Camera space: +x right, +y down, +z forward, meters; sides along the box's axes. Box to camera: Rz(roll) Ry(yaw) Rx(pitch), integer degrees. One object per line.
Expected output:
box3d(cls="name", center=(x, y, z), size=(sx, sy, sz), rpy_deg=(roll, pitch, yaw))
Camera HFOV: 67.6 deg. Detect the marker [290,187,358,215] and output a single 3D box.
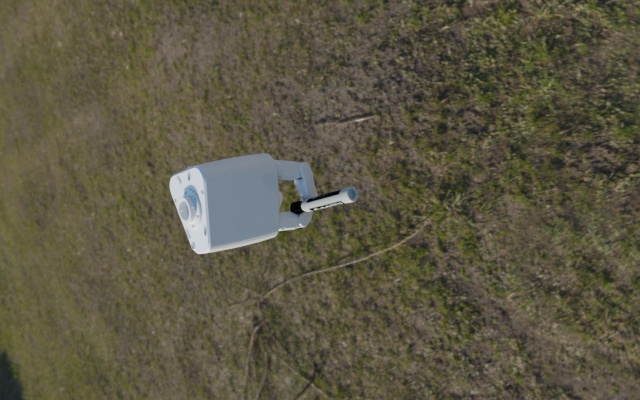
box3d(cls="marker", center=(0.000, 0.002, 0.629), size=(0.020, 0.020, 0.121), rpy_deg=(0, -9, -42))
